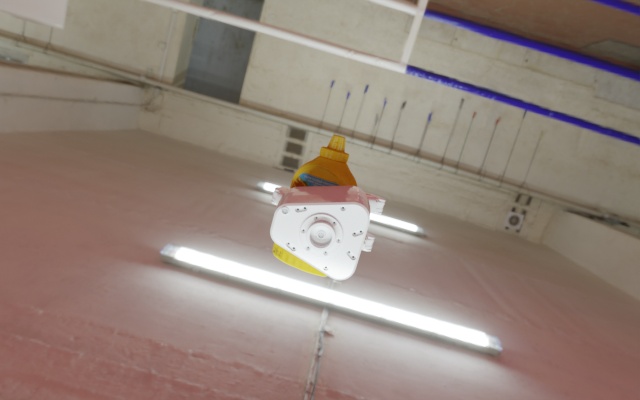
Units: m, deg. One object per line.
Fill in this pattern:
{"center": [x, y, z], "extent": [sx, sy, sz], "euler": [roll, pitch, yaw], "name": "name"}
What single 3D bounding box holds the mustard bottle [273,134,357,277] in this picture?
{"center": [0.000, 0.002, 0.670], "extent": [0.096, 0.191, 0.058], "euler": [20, 11, 24], "name": "mustard bottle"}
